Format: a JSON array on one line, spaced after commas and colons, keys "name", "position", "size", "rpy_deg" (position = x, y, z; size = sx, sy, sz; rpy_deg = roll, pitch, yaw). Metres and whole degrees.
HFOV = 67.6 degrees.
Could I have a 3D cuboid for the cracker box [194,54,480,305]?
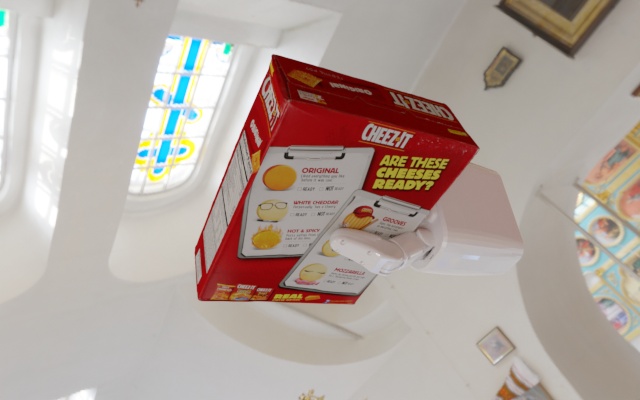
[{"name": "cracker box", "position": [0.000, 0.002, 0.409], "size": [0.164, 0.214, 0.072], "rpy_deg": [8, 41, -28]}]
